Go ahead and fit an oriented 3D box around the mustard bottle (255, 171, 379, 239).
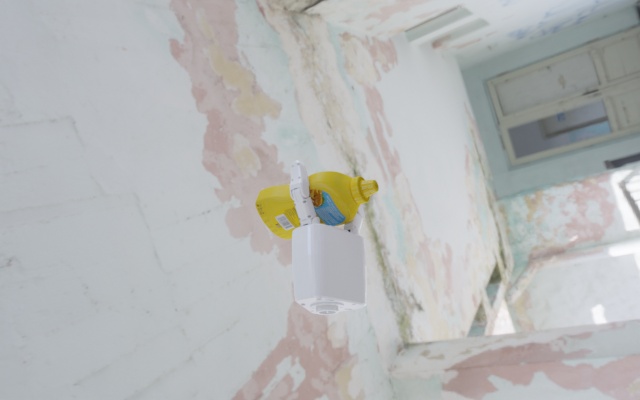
[{"bbox_3d":[0.000,0.002,0.737,0.191,0.096,0.058,-16,37,29],"label":"mustard bottle"}]
